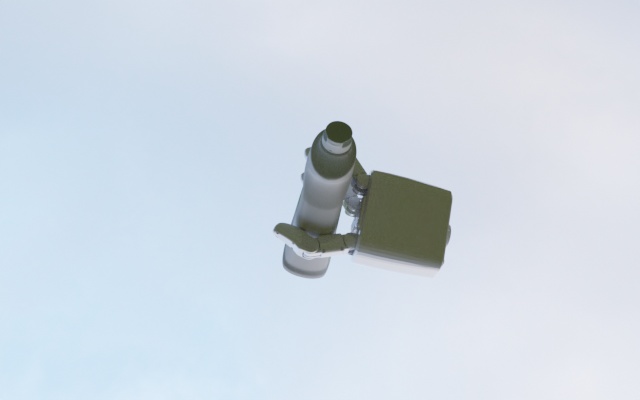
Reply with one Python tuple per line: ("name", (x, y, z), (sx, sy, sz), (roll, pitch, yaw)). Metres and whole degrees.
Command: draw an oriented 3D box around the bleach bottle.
("bleach bottle", (0.000, 0.002, 0.584), (0.068, 0.102, 0.251), (13, -32, -2))
